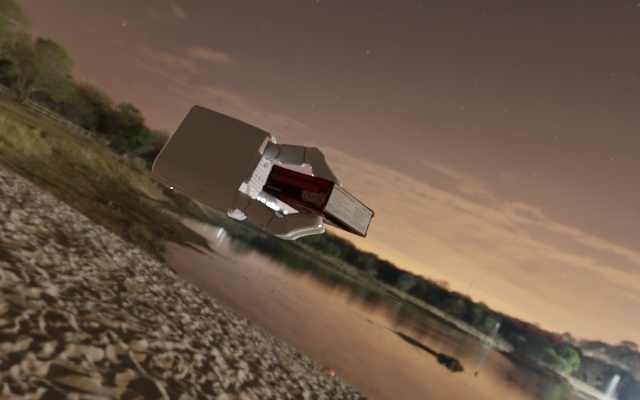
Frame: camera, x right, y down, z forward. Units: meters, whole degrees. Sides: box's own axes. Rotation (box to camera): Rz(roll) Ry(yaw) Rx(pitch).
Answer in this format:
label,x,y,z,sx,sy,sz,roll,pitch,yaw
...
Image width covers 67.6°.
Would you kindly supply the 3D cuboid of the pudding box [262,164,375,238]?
label,x,y,z,sx,sy,sz,roll,pitch,yaw
pudding box,0.000,0.002,0.560,0.090,0.039,0.113,19,-6,34
